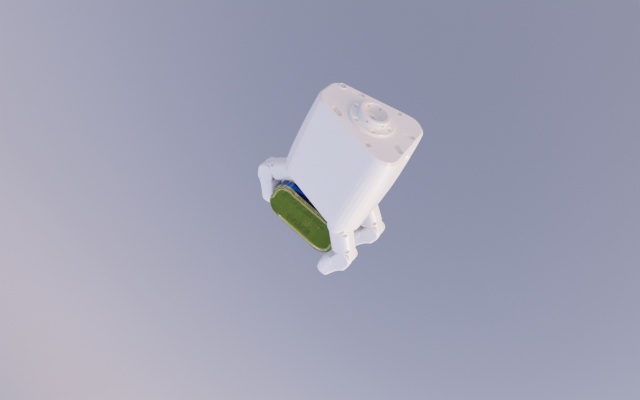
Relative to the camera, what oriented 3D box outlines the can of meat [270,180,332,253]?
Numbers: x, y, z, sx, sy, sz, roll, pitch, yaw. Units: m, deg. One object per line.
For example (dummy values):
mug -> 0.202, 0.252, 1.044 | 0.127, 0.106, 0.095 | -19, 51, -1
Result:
can of meat -> 0.000, 0.002, 0.584 | 0.084, 0.102, 0.057 | -45, -7, -43
